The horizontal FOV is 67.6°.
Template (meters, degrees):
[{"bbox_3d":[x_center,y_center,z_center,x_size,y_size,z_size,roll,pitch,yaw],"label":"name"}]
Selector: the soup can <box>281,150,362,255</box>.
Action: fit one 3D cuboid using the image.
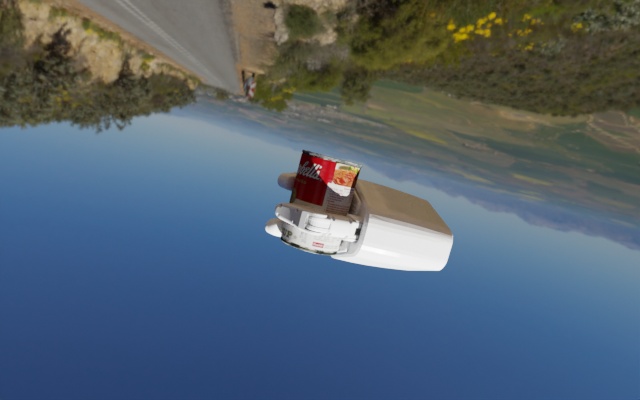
[{"bbox_3d":[0.000,0.002,0.526,0.068,0.102,0.068,15,5,-1],"label":"soup can"}]
